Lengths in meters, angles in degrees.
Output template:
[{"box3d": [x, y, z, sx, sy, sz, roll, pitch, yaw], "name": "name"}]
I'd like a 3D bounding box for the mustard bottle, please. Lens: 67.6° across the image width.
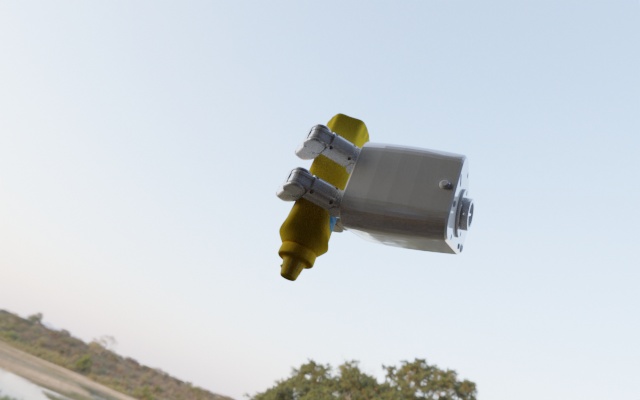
[{"box3d": [0.000, 0.001, 0.539, 0.058, 0.191, 0.096, 21, -25, 4], "name": "mustard bottle"}]
